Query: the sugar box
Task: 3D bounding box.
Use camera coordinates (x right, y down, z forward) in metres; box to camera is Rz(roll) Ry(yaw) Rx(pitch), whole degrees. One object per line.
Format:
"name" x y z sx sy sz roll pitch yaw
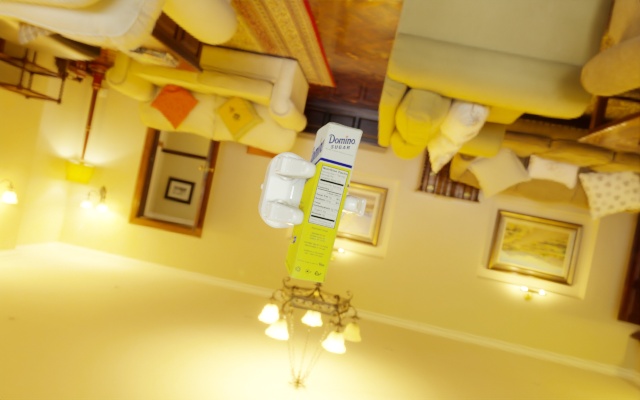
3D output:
"sugar box" 0.000 0.002 0.564 0.048 0.176 0.093 12 0 -9
